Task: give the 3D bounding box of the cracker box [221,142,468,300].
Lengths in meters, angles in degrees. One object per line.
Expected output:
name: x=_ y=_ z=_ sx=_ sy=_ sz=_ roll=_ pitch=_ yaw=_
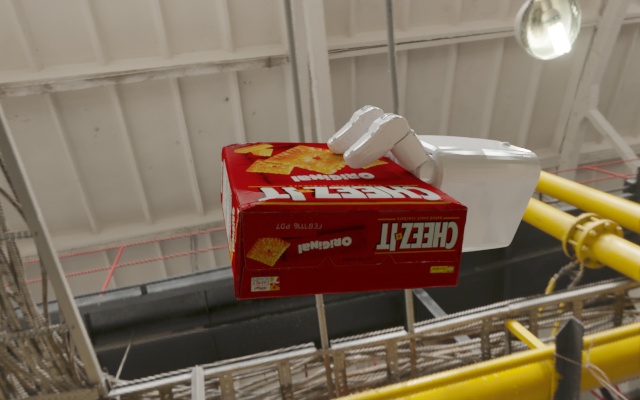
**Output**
cracker box: x=0.000 y=0.001 z=0.418 sx=0.164 sy=0.072 sz=0.213 roll=-1 pitch=18 yaw=-14
